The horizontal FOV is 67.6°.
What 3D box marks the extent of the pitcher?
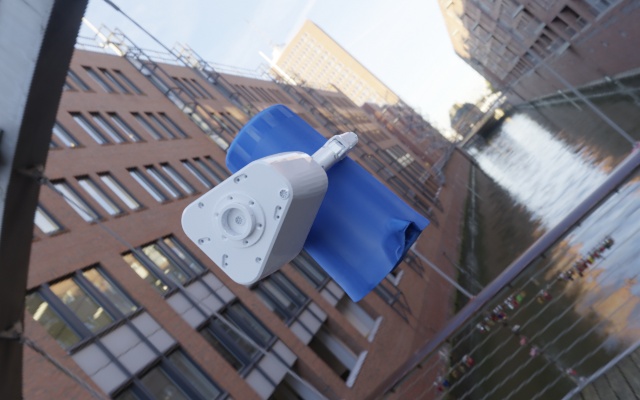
[{"bbox_3d":[0.000,0.002,0.599,0.243,0.149,0.145,43,18,6],"label":"pitcher"}]
